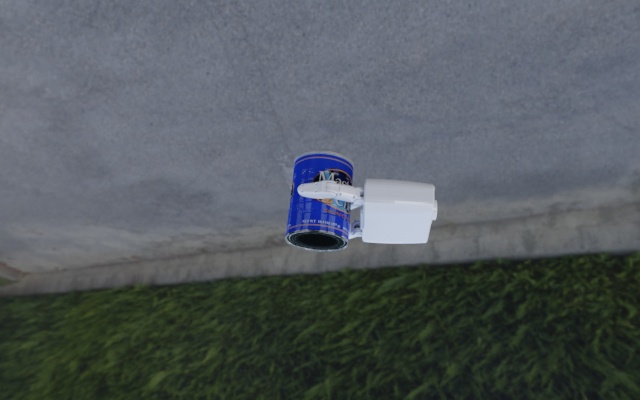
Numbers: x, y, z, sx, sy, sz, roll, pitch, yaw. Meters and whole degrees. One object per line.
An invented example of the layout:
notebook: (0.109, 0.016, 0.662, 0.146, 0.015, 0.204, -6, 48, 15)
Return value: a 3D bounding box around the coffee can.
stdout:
coffee can: (0.000, 0.002, 0.786, 0.103, 0.140, 0.103, 5, -23, 2)
